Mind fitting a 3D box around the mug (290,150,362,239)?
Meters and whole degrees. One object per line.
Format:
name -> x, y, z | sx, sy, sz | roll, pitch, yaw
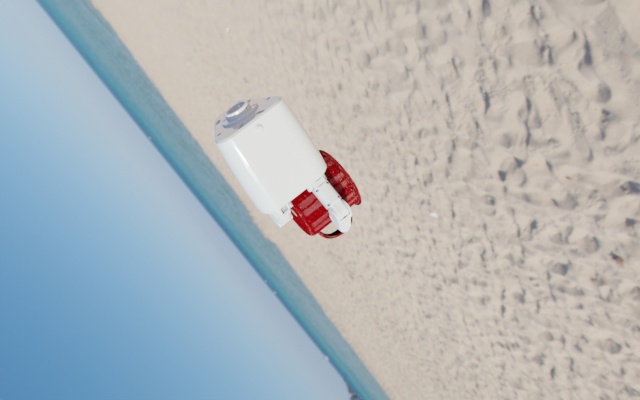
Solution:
mug -> 0.001, 0.003, 0.646 | 0.081, 0.117, 0.093 | -38, 28, -12
